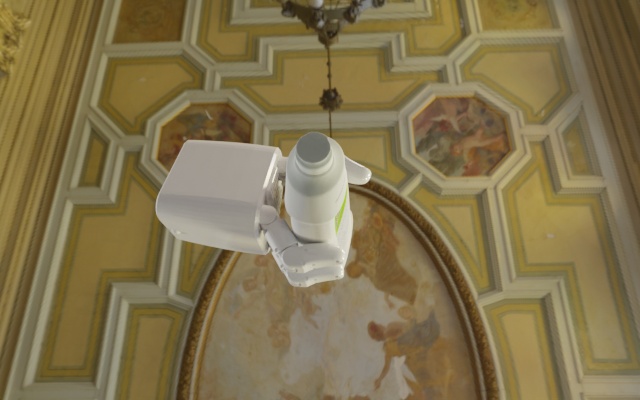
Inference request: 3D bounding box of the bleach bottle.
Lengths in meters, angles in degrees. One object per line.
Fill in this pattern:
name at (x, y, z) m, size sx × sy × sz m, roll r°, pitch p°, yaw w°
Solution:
bleach bottle at (0.000, 0.002, 0.495) m, size 0.068 × 0.102 × 0.251 m, roll 7°, pitch -24°, yaw 5°
